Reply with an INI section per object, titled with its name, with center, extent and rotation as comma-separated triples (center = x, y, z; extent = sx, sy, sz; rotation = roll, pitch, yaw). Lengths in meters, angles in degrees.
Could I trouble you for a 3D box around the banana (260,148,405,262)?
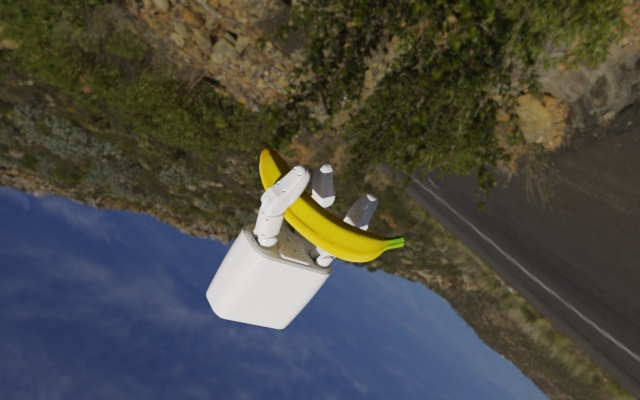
[banana]
center = -0.007, 0.010, 0.522
extent = 0.197, 0.037, 0.069
rotation = 36, 36, 16
